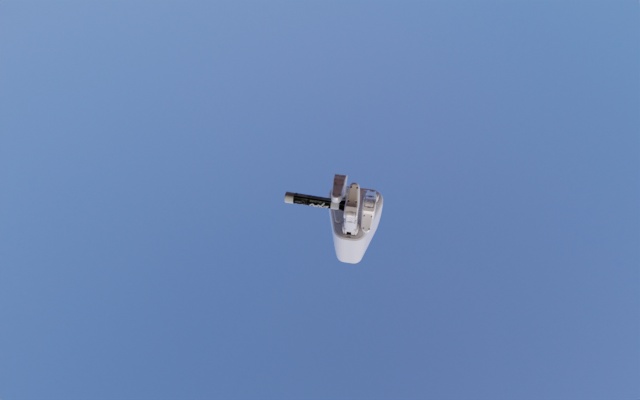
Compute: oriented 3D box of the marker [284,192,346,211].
[{"bbox_3d":[0.000,0.003,0.801,0.121,0.020,0.020,8,1,7],"label":"marker"}]
